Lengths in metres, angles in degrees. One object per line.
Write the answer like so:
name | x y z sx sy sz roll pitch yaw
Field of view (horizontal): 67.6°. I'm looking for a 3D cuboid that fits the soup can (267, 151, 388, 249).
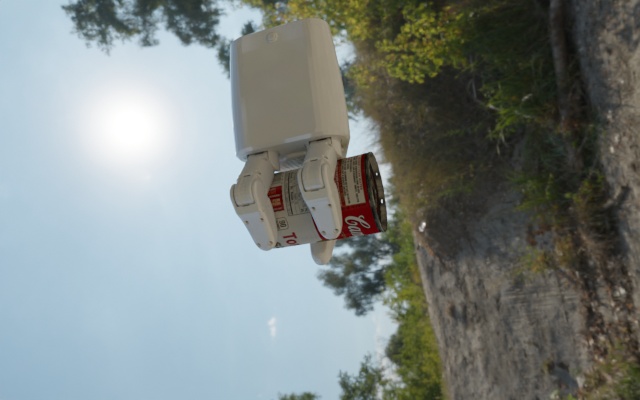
soup can | 0.000 0.002 0.407 0.102 0.068 0.068 -10 -3 15
